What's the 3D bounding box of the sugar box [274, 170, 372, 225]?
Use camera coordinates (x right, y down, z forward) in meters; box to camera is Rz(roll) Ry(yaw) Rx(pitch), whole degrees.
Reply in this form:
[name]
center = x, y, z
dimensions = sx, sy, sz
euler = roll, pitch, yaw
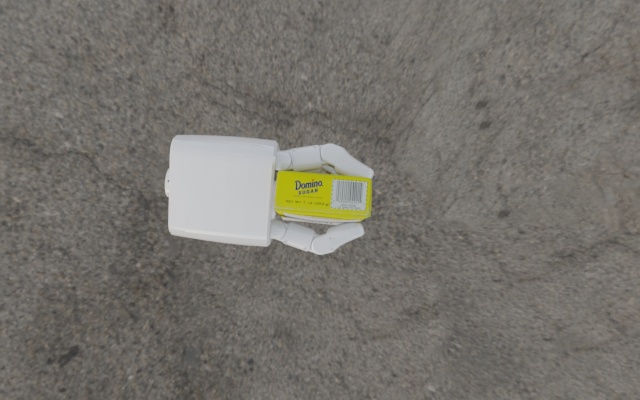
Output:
[sugar box]
center = 0.000, 0.001, 0.537
dimensions = 0.093, 0.048, 0.176
euler = 5, -3, -2
